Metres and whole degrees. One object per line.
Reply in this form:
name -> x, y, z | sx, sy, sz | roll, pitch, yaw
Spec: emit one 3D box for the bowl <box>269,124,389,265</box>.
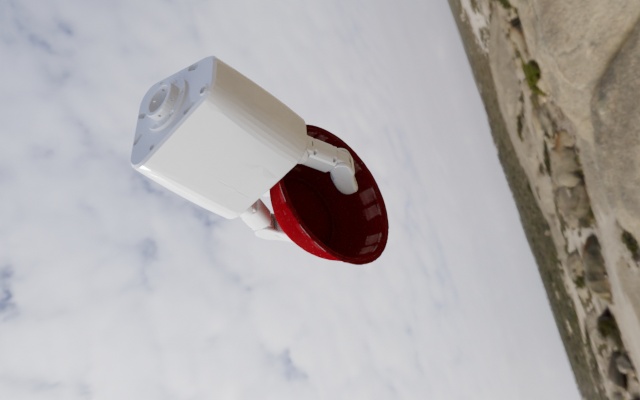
bowl -> 0.001, 0.003, 0.508 | 0.055, 0.162, 0.162 | -34, -21, 36
